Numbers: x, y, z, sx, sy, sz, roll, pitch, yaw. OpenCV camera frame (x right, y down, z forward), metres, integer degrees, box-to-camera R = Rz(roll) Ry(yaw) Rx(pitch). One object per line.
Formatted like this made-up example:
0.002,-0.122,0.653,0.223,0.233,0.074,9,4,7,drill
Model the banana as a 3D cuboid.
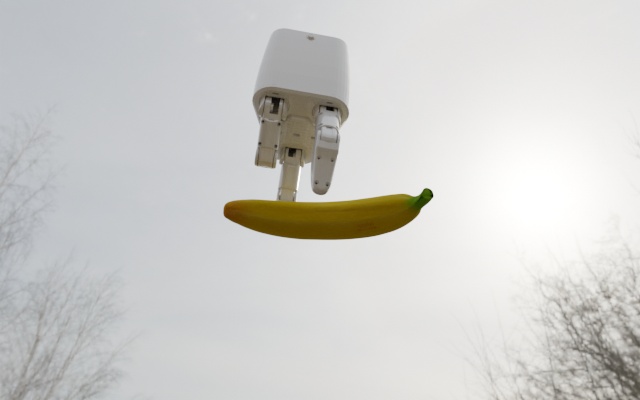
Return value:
0.008,0.012,0.456,0.198,0.037,0.070,-6,-37,15,banana
